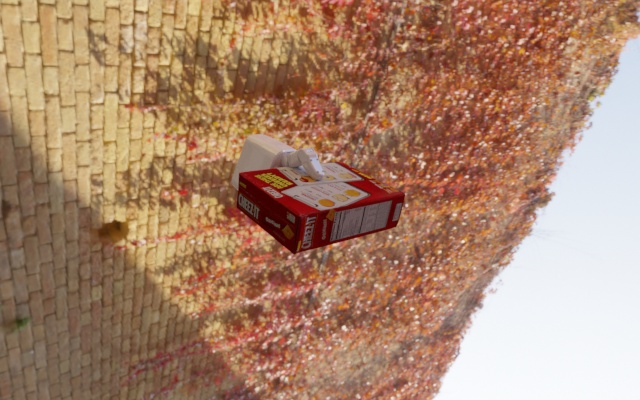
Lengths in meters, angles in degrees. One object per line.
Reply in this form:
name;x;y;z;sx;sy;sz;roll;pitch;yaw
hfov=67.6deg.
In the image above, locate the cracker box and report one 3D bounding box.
cracker box;0.000;0.002;0.761;0.213;0.072;0.164;-11;30;-38
